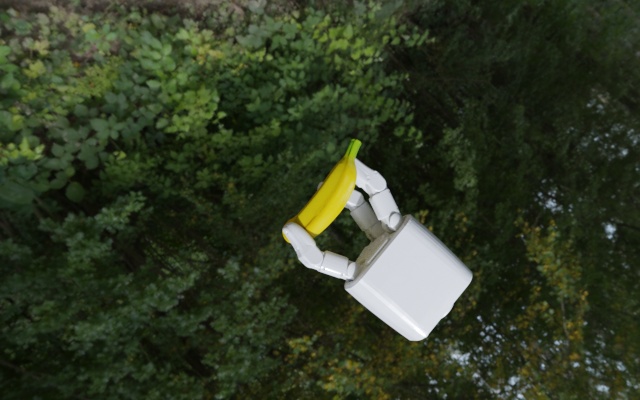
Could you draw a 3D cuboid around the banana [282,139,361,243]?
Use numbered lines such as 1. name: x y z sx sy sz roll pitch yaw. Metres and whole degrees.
1. banana: -0.004 0.012 0.578 0.037 0.069 0.198 34 -45 -8
